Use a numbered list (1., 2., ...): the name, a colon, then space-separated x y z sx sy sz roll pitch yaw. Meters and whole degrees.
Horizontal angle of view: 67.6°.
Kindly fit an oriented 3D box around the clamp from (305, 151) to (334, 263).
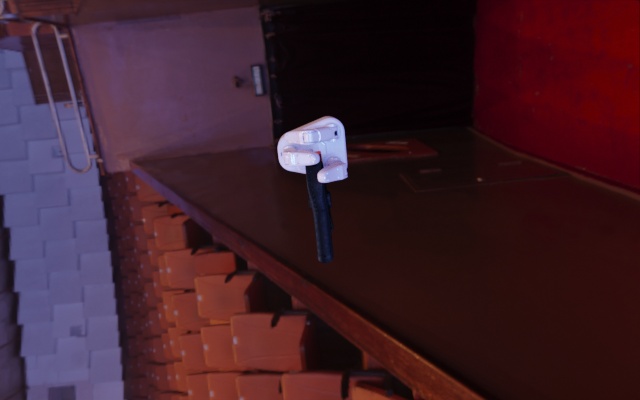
1. clamp: -0.001 0.002 0.767 0.039 0.171 0.120 -6 14 -2
